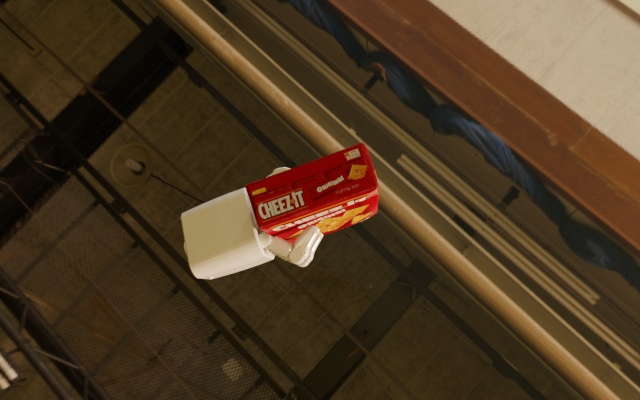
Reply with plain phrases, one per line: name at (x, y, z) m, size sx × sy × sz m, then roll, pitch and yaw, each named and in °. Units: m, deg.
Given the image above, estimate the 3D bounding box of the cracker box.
cracker box at (0.000, 0.002, 0.702) m, size 0.164 × 0.072 × 0.214 m, roll -20°, pitch -12°, yaw 2°
